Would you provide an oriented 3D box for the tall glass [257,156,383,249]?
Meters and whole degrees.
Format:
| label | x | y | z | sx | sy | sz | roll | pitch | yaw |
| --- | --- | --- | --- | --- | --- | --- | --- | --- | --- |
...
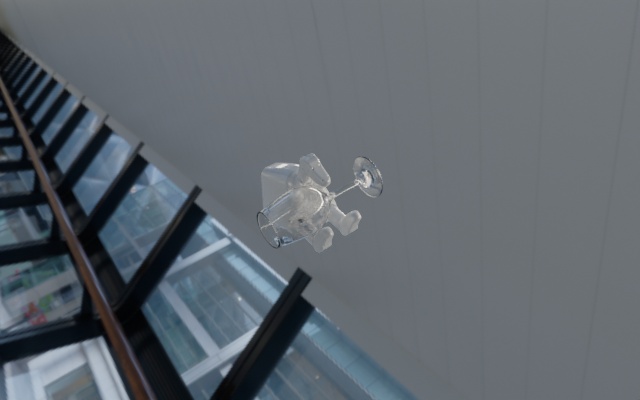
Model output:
| label | x | y | z | sx | sy | sz | roll | pitch | yaw |
| --- | --- | --- | --- | --- | --- | --- | --- | --- | --- |
| tall glass | 0.001 | 0.002 | 0.753 | 0.201 | 0.079 | 0.079 | -28 | 13 | -26 |
